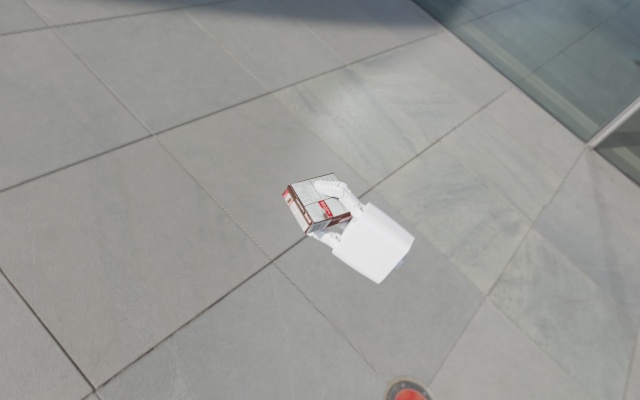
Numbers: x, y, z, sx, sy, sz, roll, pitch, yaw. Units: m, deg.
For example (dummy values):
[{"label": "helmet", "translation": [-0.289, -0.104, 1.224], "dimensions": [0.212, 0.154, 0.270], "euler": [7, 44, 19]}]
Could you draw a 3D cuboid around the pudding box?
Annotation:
[{"label": "pudding box", "translation": [0.000, 0.003, 0.867], "dimensions": [0.113, 0.090, 0.039], "euler": [-15, -26, -40]}]
